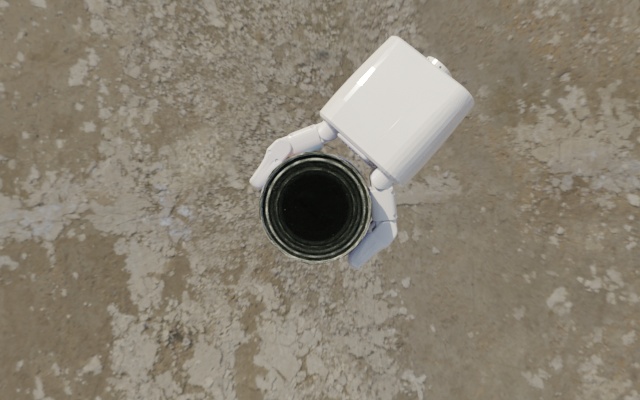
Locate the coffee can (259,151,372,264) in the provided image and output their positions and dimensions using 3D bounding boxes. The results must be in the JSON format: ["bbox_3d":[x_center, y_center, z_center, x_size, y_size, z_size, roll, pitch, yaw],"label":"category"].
[{"bbox_3d":[0.000,0.002,0.497,0.103,0.103,0.140,0,5,4],"label":"coffee can"}]
